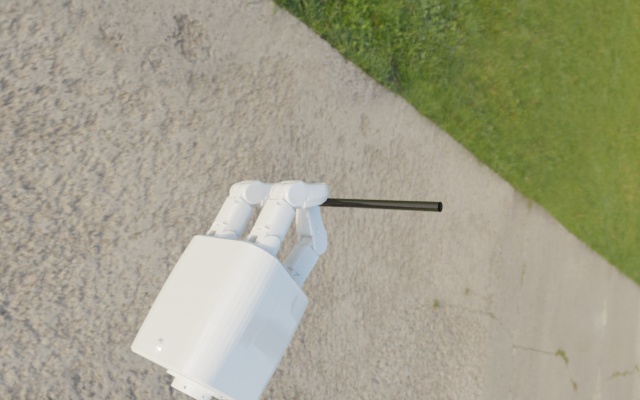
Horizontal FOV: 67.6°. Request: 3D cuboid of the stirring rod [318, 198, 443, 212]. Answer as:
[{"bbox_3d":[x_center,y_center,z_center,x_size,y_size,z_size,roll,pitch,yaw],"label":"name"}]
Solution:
[{"bbox_3d":[0.000,0.002,0.438,0.239,0.011,0.011,2,1,42],"label":"stirring rod"}]
